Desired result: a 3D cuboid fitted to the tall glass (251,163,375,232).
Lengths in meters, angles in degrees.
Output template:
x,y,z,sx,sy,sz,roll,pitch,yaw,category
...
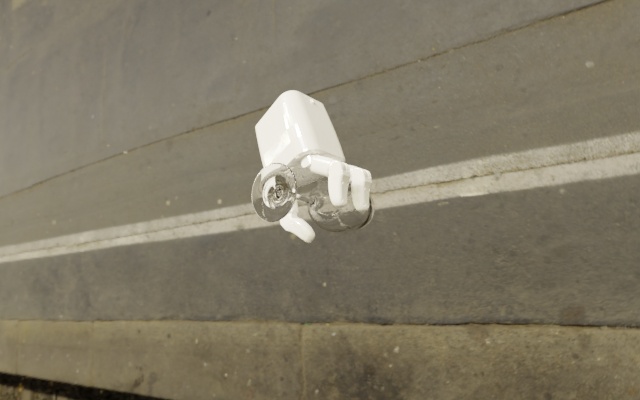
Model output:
x,y,z,sx,sy,sz,roll,pitch,yaw,category
0.000,0.002,0.667,0.079,0.079,0.201,0,-8,37,tall glass
